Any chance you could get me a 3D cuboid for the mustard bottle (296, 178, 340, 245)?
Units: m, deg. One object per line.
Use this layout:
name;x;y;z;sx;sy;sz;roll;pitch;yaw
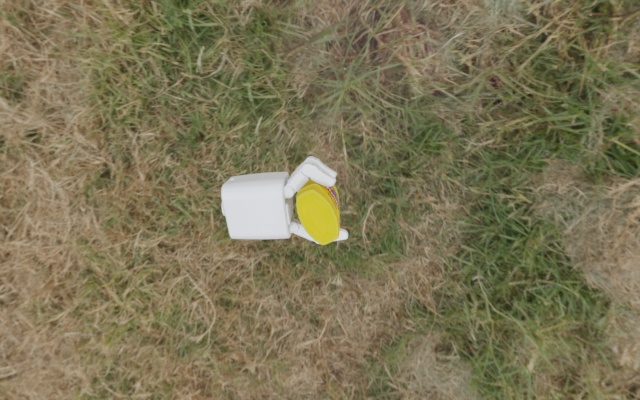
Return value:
mustard bottle;0.000;0.003;0.841;0.058;0.096;0.191;-27;12;10
